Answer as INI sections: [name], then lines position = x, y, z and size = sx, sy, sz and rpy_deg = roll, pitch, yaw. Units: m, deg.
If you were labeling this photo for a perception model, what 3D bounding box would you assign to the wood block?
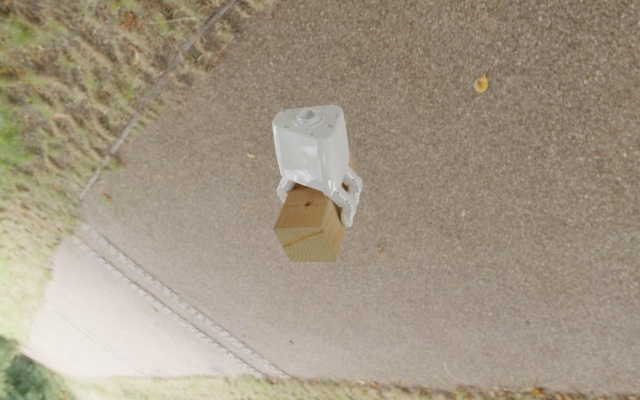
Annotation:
[wood block]
position = 0.000, 0.003, 0.859
size = 0.091, 0.090, 0.206
rpy_deg = -3, 43, 24
